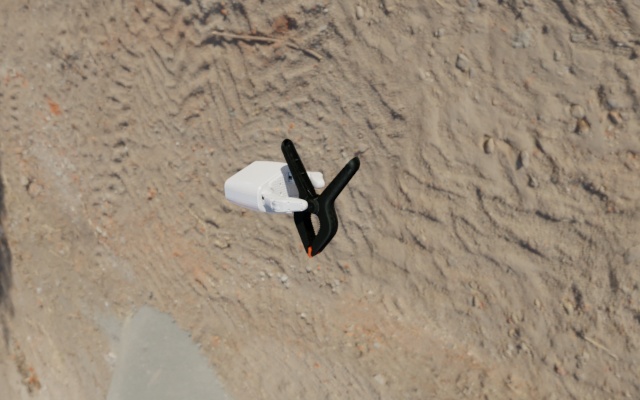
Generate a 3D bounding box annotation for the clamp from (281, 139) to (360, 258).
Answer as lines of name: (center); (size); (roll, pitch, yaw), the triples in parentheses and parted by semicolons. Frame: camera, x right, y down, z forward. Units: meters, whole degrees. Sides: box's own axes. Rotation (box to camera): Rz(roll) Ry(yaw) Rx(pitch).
clamp: (-0.001, 0.003, 0.826); (0.164, 0.210, 0.036); (12, 21, 40)
